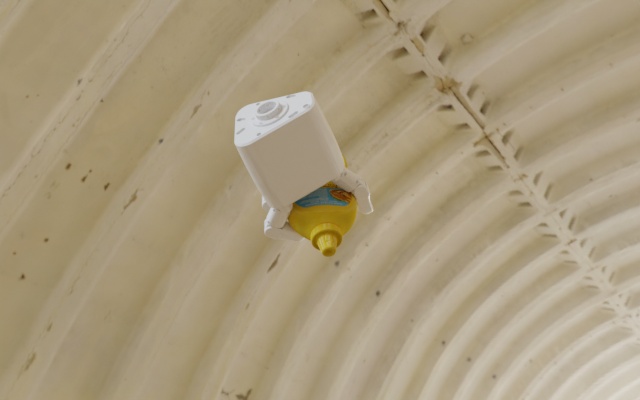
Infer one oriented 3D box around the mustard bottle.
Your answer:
[{"bbox_3d":[0.000,0.002,0.665,0.096,0.058,0.191,-1,40,-8],"label":"mustard bottle"}]
